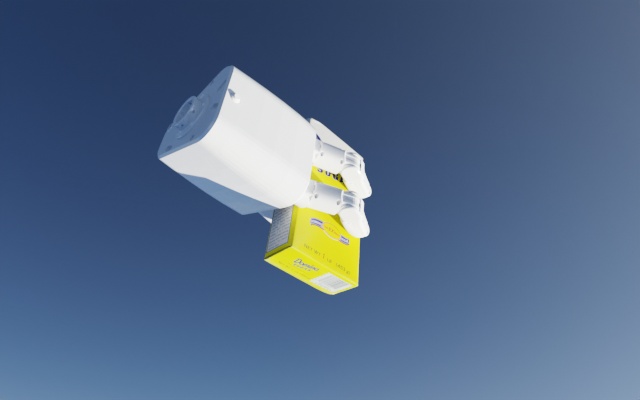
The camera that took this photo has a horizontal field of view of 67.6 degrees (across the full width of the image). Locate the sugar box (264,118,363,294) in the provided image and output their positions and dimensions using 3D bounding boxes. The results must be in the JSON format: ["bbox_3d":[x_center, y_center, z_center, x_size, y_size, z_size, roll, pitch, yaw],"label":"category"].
[{"bbox_3d":[0.000,0.001,0.509,0.048,0.176,0.093,-27,-48,38],"label":"sugar box"}]
